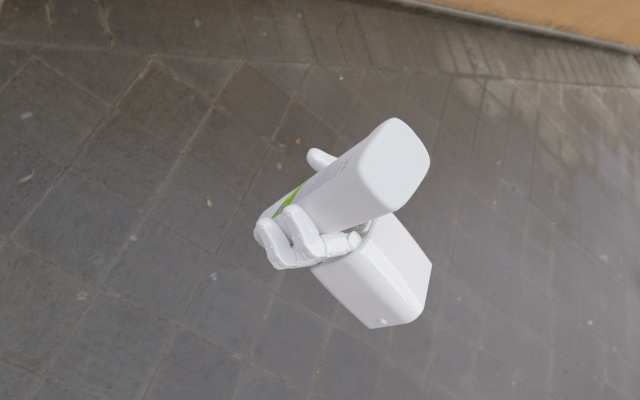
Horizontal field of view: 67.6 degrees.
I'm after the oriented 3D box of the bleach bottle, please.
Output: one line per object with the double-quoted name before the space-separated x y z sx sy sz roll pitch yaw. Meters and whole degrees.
"bleach bottle" 0.000 0.002 0.541 0.251 0.068 0.102 -27 18 50
